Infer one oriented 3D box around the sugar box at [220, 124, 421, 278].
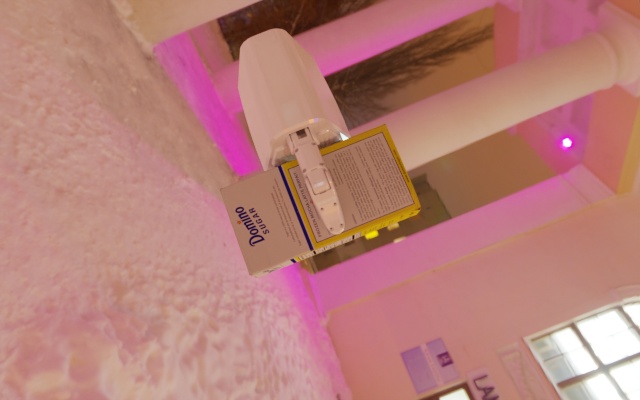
[{"bbox_3d":[0.000,0.002,0.474,0.176,0.093,0.048,-21,-13,1],"label":"sugar box"}]
